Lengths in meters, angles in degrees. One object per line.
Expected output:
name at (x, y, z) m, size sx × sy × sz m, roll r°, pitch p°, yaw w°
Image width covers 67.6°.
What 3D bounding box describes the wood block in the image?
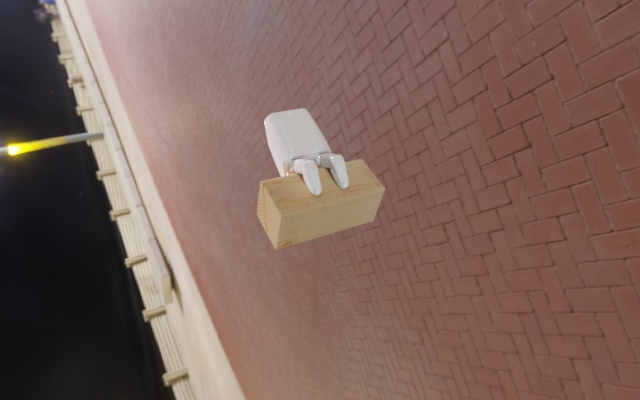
wood block at (0.000, 0.003, 0.862) m, size 0.206 × 0.090 × 0.091 m, roll -15°, pitch -38°, yaw -26°
